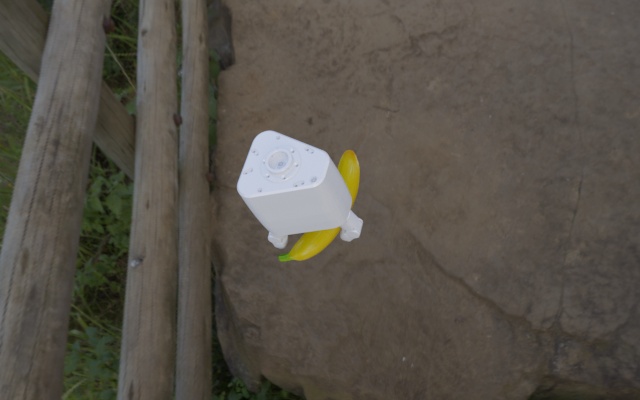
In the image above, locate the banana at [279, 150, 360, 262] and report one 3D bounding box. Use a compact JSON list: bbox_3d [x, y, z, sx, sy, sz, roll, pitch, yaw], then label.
[{"bbox_3d":[0.012,0.011,0.687,0.069,0.197,0.037,25,-15,36],"label":"banana"}]
